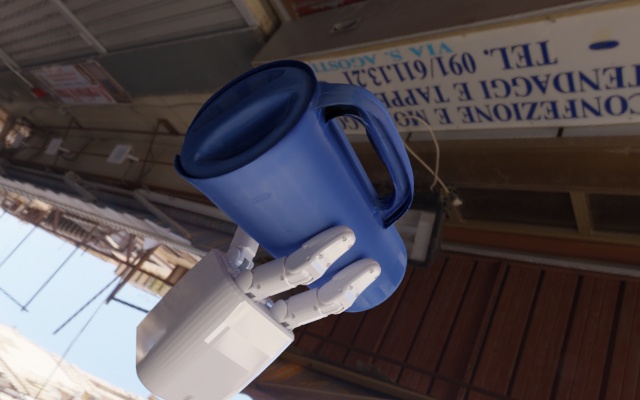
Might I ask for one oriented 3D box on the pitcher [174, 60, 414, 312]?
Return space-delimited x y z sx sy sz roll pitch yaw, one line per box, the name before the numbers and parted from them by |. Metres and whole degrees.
pitcher | 0.000 0.002 0.442 0.149 0.145 0.243 36 -13 49
